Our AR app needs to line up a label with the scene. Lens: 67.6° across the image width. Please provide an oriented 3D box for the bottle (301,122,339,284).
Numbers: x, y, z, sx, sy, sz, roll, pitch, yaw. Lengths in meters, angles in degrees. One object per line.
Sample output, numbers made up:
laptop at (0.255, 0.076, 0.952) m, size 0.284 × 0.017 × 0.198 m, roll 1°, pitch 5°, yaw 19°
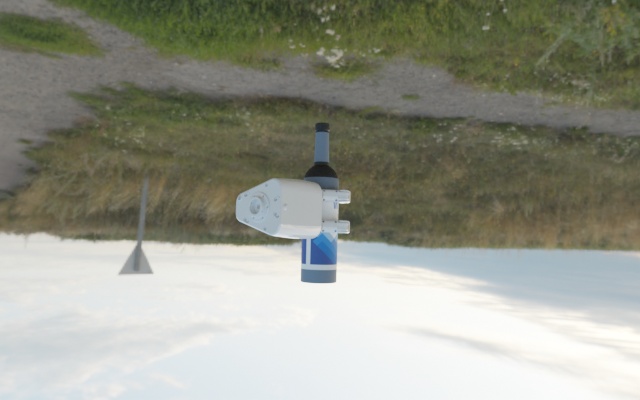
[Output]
bottle at (0.000, 0.003, 0.888) m, size 0.069 × 0.295 × 0.069 m, roll 1°, pitch -4°, yaw 0°
